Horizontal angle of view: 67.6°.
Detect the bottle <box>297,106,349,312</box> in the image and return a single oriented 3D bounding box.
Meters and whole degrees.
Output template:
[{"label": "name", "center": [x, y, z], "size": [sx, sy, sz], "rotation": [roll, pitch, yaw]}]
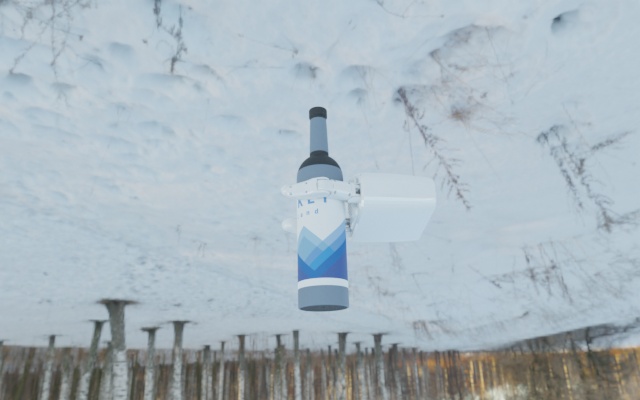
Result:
[{"label": "bottle", "center": [0.000, 0.002, 0.670], "size": [0.069, 0.295, 0.069], "rotation": [-1, -20, -1]}]
